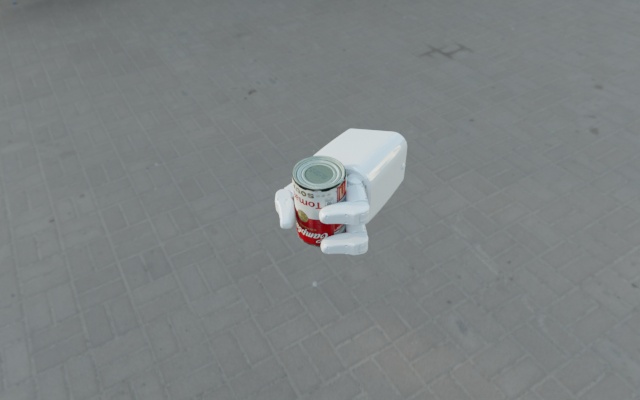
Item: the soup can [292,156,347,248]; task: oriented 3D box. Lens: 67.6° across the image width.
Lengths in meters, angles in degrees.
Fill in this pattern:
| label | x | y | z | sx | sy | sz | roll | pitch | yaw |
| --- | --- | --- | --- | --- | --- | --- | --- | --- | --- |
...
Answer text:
| label | x | y | z | sx | sy | sz | roll | pitch | yaw |
| --- | --- | --- | --- | --- | --- | --- | --- | --- | --- |
| soup can | 0.000 | 0.002 | 0.613 | 0.068 | 0.102 | 0.068 | -1 | 43 | 1 |
